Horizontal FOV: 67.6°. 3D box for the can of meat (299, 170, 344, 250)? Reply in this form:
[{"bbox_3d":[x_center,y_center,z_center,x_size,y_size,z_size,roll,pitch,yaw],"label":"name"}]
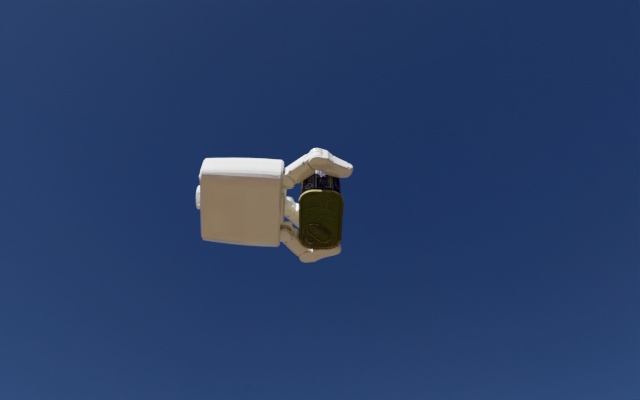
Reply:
[{"bbox_3d":[0.000,0.002,0.656,0.057,0.102,0.084,1,39,-1],"label":"can of meat"}]
